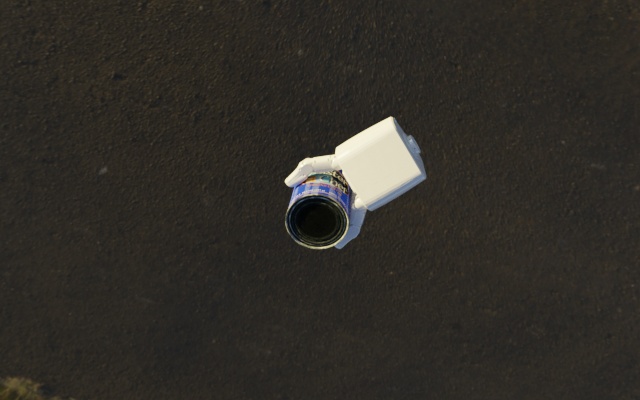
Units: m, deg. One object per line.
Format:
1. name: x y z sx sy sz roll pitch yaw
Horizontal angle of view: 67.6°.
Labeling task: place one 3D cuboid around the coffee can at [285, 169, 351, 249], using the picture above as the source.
1. coffee can: 0.000 0.003 0.820 0.103 0.103 0.140 0 28 5
